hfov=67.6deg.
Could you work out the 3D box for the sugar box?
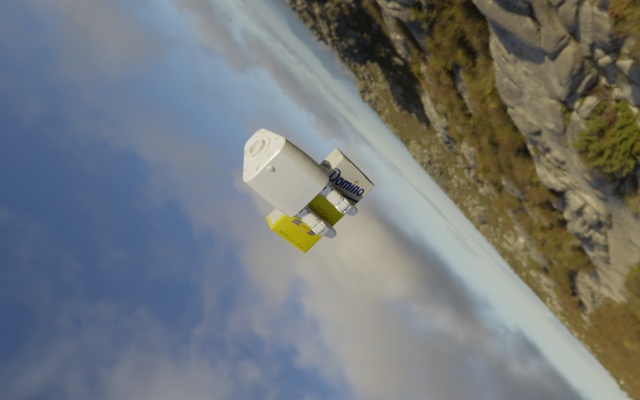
[{"bbox_3d":[0.000,0.003,0.833,0.093,0.176,0.048,39,12,-36],"label":"sugar box"}]
